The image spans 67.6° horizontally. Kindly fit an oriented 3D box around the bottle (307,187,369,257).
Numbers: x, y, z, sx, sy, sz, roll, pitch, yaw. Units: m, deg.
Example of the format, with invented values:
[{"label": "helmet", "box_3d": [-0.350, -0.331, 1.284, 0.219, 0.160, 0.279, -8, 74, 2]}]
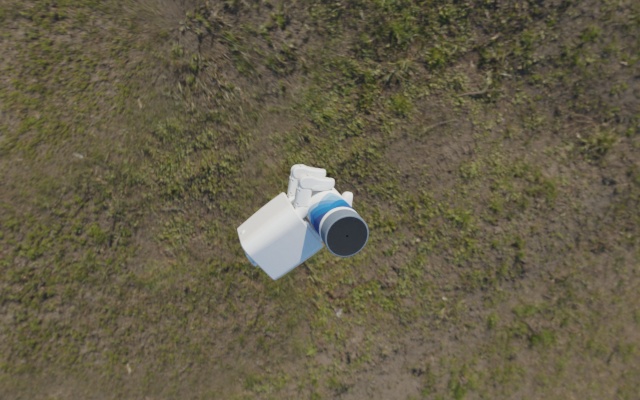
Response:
[{"label": "bottle", "box_3d": [0.000, 0.003, 0.819, 0.069, 0.069, 0.295, 0, 20, -16]}]
